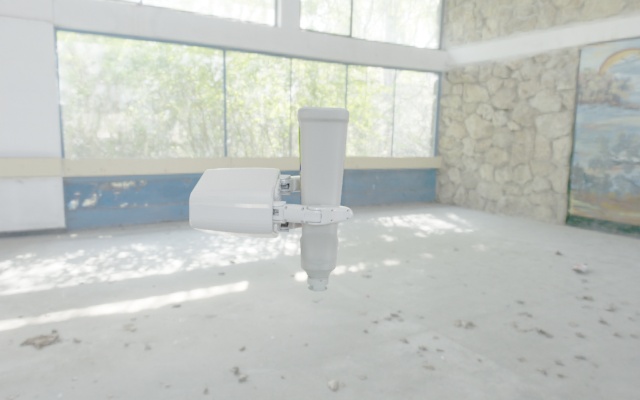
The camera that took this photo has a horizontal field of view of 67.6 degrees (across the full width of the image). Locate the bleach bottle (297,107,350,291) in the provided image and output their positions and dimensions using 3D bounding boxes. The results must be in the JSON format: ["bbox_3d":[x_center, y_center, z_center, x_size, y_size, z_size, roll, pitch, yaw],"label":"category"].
[{"bbox_3d":[0.000,0.002,0.652,0.068,0.251,0.102,2,8,0],"label":"bleach bottle"}]
